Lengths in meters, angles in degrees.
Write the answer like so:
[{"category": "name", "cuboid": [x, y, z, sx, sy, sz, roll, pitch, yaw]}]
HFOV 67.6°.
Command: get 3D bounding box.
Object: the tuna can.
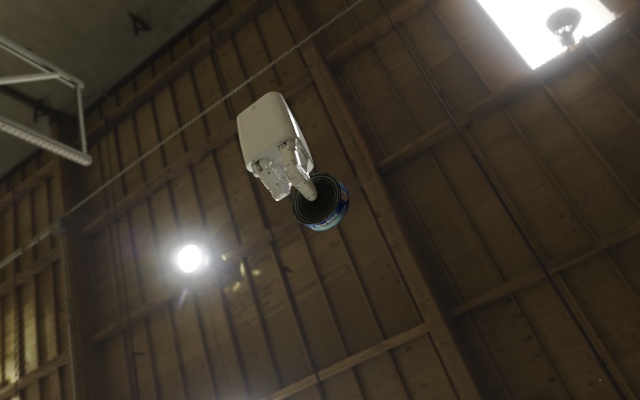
[{"category": "tuna can", "cuboid": [0.000, 0.003, 0.730, 0.086, 0.086, 0.034, 0, -23, 33]}]
